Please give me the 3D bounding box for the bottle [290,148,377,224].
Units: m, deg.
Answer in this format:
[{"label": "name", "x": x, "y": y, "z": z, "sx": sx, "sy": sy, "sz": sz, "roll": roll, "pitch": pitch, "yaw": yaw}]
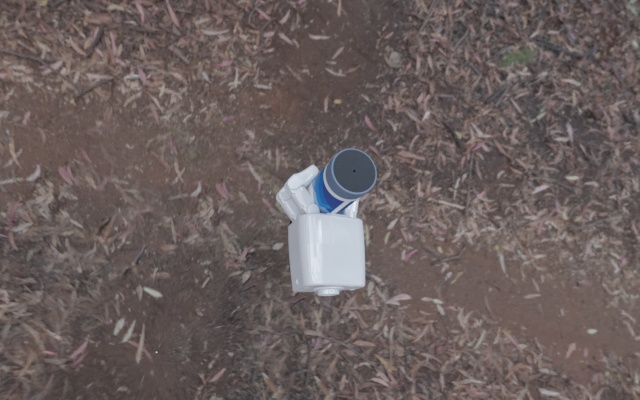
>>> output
[{"label": "bottle", "x": 0.000, "y": 0.002, "z": 0.775, "sx": 0.069, "sy": 0.069, "sz": 0.296, "roll": 0, "pitch": -17, "yaw": -19}]
